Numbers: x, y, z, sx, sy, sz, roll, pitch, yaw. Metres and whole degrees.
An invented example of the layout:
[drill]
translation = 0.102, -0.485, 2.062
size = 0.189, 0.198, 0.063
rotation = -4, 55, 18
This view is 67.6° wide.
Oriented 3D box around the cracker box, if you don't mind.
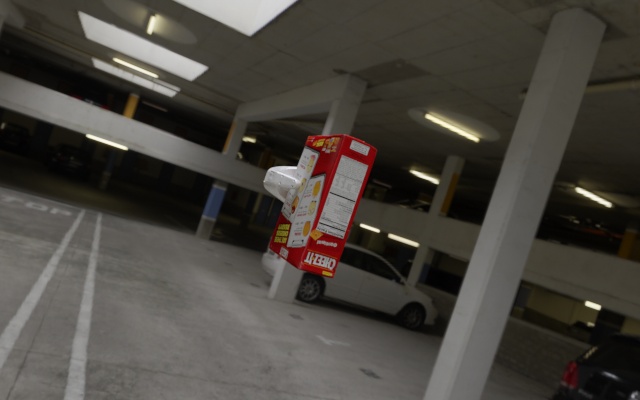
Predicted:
[cracker box]
translation = 0.000, 0.002, 0.786
size = 0.072, 0.213, 0.164
rotation = 19, -1, -22
